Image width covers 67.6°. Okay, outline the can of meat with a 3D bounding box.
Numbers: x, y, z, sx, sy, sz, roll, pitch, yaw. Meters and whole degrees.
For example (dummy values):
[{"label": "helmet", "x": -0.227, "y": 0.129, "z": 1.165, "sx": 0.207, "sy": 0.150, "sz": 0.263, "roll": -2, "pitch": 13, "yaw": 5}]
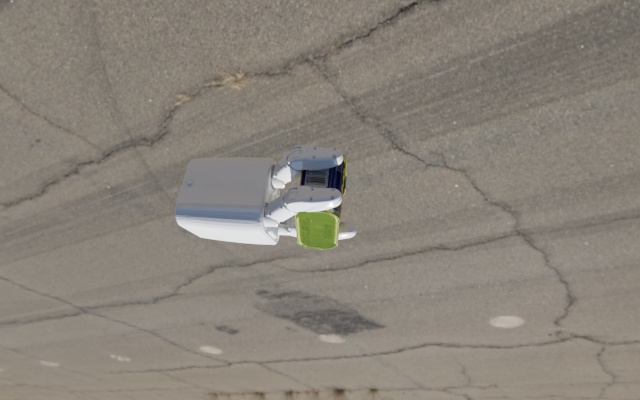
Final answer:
[{"label": "can of meat", "x": 0.000, "y": 0.002, "z": 0.582, "sx": 0.057, "sy": 0.084, "sz": 0.102, "roll": 5, "pitch": -32, "yaw": 4}]
